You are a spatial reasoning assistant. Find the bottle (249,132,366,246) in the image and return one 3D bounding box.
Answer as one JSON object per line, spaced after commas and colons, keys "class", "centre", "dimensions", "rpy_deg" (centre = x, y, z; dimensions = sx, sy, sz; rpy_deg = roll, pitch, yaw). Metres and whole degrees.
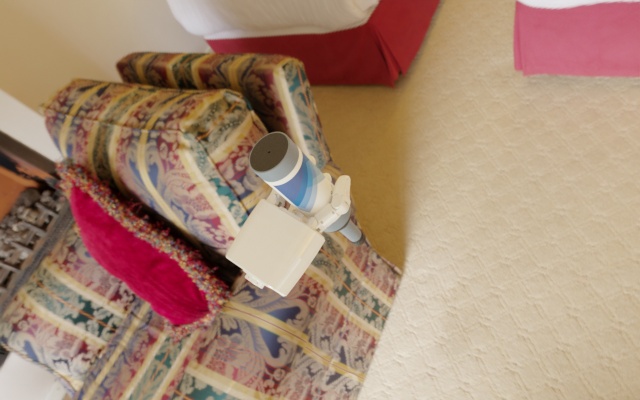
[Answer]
{"class": "bottle", "centre": [0.000, 0.002, 0.752], "dimensions": [0.069, 0.069, 0.296], "rpy_deg": [0, -27, 32]}
